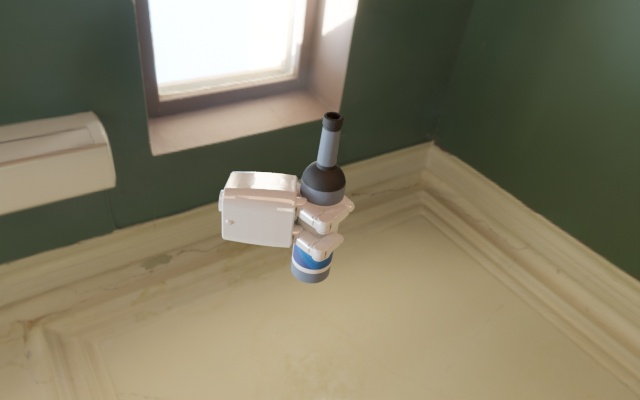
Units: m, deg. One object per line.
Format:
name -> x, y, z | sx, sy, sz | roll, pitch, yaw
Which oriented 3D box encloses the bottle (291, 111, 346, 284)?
bottle -> 0.000, 0.003, 0.727 | 0.069, 0.296, 0.069 | 5, 38, -4
